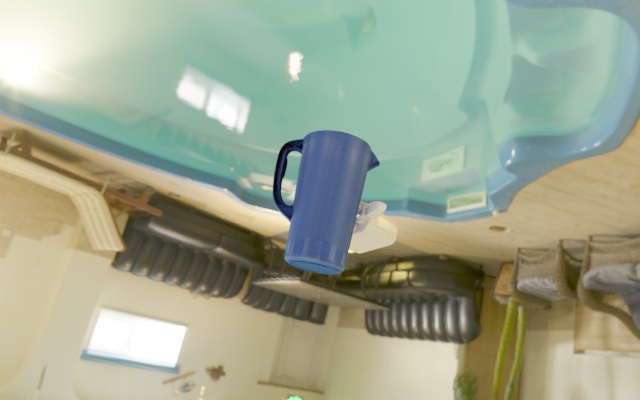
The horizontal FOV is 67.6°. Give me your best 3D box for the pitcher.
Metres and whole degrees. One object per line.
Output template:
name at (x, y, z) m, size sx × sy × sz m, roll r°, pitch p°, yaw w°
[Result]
pitcher at (0.000, 0.003, 0.869) m, size 0.149 × 0.242 × 0.145 m, roll -4°, pitch -23°, yaw 41°
